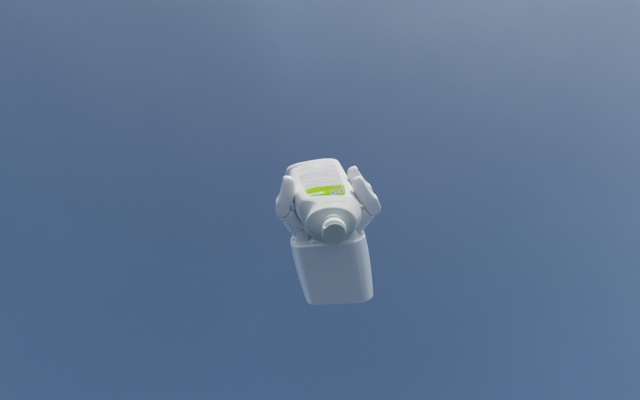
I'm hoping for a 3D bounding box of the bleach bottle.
[{"bbox_3d":[0.000,0.002,0.699,0.102,0.068,0.250,-11,19,0],"label":"bleach bottle"}]
